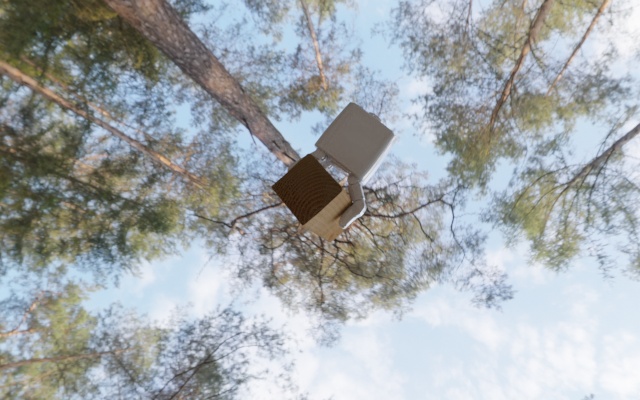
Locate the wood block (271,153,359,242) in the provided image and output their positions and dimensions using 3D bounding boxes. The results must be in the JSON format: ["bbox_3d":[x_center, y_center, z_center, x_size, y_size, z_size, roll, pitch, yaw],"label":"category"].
[{"bbox_3d":[0.001,0.003,0.872,0.090,0.090,0.206,-42,-19,2],"label":"wood block"}]
